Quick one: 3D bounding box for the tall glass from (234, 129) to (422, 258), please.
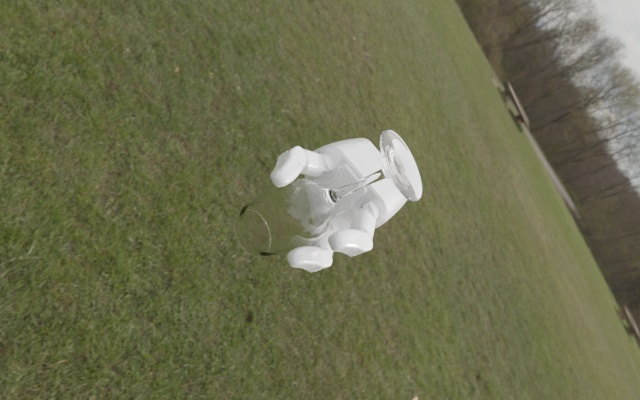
[{"bbox_3d":[0.001,0.001,0.502,0.201,0.079,0.079,-24,-13,30],"label":"tall glass"}]
